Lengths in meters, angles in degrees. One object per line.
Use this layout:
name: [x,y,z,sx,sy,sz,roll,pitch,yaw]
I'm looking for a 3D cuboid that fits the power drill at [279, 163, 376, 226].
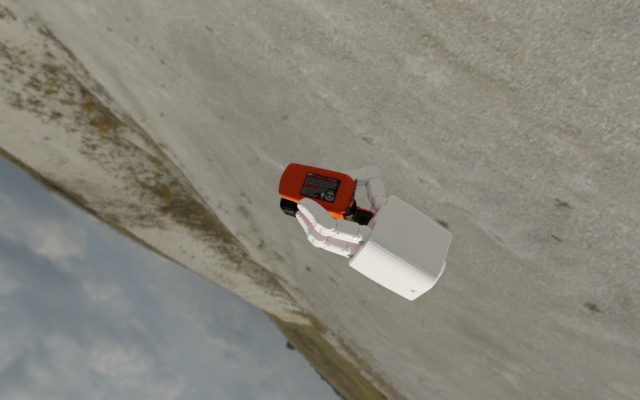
power drill: [0.000,0.002,0.741,0.184,0.057,0.188,12,-12,18]
